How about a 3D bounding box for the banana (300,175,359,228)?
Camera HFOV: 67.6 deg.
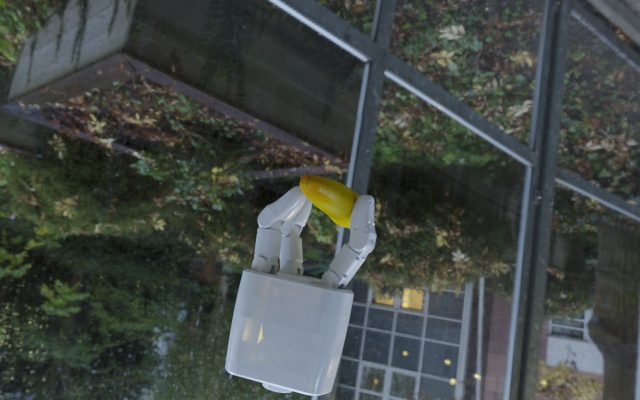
[{"bbox_3d":[0.018,0.007,0.545,0.069,0.037,0.198,14,-6,5],"label":"banana"}]
